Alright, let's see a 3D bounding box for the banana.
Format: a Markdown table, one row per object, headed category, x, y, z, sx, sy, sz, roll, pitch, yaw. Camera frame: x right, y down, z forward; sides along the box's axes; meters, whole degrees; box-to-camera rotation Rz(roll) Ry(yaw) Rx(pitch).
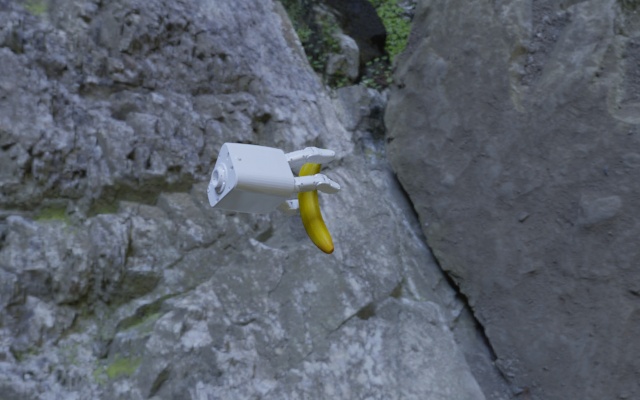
| category | x | y | z | sx | sy | sz | roll | pitch | yaw |
| --- | --- | --- | --- | --- | --- | --- | --- | --- | --- |
| banana | -0.012 | 0.004 | 0.866 | 0.037 | 0.197 | 0.069 | 9 | -21 | -38 |
